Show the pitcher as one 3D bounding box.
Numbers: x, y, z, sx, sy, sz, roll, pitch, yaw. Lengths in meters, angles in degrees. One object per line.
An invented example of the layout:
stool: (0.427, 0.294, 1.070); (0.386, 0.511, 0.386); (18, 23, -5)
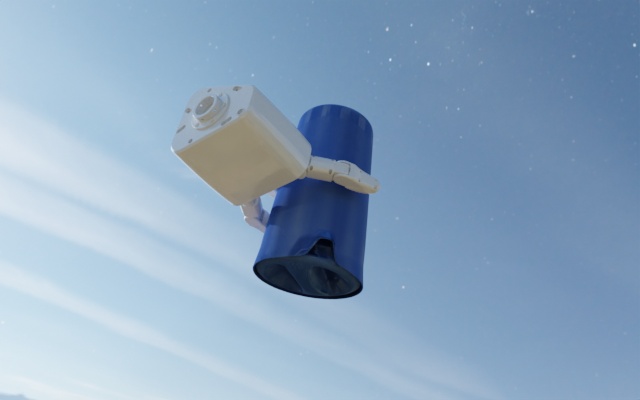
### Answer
pitcher: (0.000, 0.002, 0.633); (0.149, 0.242, 0.145); (-10, -36, 33)
